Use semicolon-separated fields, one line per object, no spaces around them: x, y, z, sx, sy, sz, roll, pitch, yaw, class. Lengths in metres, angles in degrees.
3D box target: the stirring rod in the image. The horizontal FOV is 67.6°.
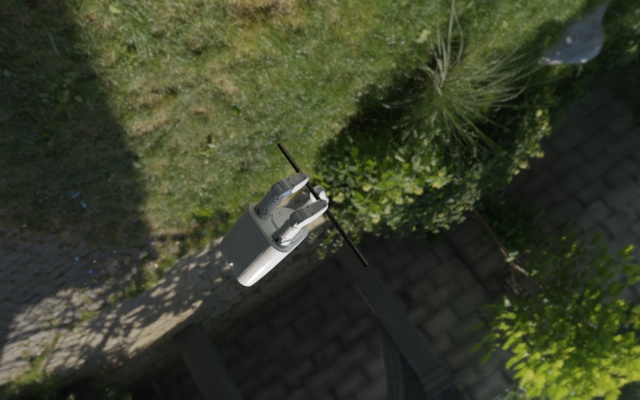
0.000;0.002;0.731;0.011;0.239;0.011;-32;-18;-12;stirring rod
